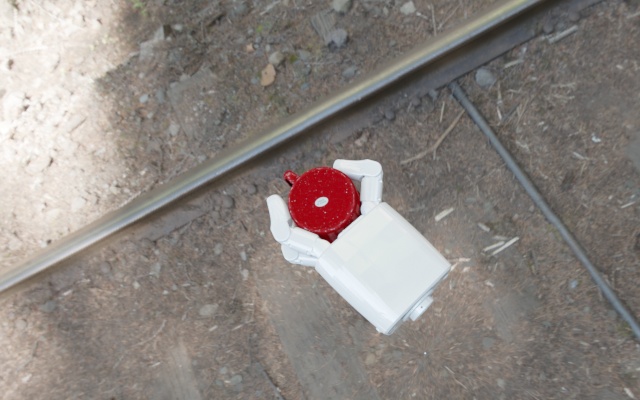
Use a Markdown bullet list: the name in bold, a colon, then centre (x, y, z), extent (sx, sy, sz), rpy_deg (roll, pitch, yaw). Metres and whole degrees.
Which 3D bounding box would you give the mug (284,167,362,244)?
- **mug**: centre (-0.001, 0.001, 0.581), extent (0.117, 0.093, 0.081), rpy_deg (42, -5, 19)
